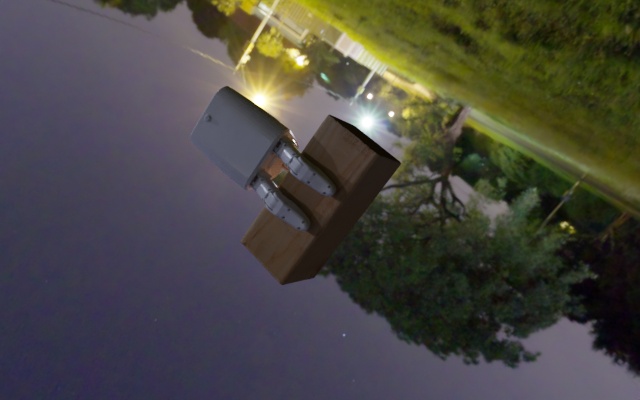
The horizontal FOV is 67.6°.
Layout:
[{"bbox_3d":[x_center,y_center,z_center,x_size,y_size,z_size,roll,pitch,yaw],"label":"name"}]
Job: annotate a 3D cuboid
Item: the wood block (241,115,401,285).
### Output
[{"bbox_3d":[0.000,0.002,0.634,0.090,0.206,0.091,42,17,22],"label":"wood block"}]
